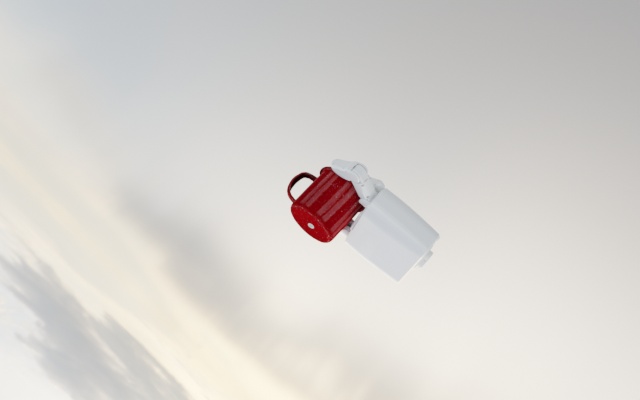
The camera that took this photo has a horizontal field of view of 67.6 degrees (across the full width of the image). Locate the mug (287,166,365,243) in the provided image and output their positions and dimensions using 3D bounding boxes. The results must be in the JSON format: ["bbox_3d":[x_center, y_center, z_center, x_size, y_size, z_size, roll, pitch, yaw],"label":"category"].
[{"bbox_3d":[-0.001,0.002,0.722,0.117,0.081,0.093,38,-23,14],"label":"mug"}]
